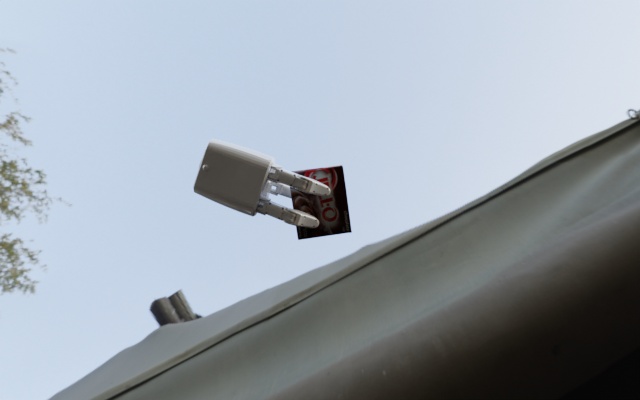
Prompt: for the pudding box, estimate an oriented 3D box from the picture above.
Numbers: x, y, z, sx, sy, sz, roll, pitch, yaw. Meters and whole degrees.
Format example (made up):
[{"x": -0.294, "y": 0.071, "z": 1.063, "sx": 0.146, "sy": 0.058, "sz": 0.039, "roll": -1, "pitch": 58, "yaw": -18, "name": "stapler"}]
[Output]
[{"x": 0.000, "y": 0.003, "z": 0.785, "sx": 0.090, "sy": 0.113, "sz": 0.039, "roll": -8, "pitch": 6, "yaw": 3, "name": "pudding box"}]
